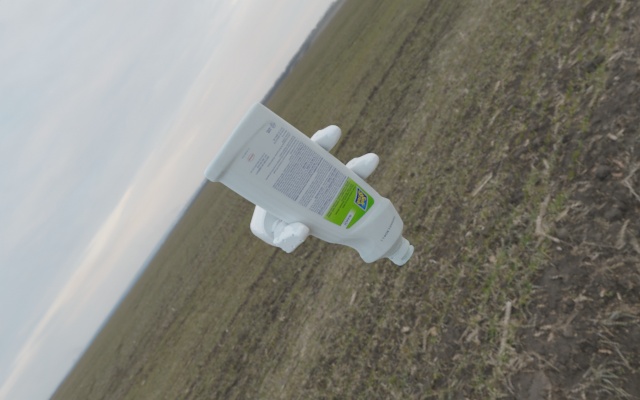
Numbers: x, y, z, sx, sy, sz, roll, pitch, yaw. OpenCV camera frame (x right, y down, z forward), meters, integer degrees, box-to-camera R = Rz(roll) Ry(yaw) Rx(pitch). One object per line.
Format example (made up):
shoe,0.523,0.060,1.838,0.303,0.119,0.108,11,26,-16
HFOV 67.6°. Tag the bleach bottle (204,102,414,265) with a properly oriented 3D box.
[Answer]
bleach bottle,0.000,0.002,0.548,0.251,0.102,0.068,36,-14,-13
